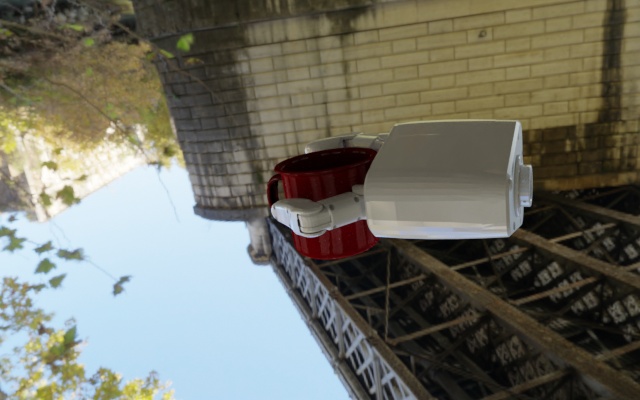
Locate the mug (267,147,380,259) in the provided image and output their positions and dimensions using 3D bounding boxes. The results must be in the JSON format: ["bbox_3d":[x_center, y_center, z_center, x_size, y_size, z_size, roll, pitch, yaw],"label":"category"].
[{"bbox_3d":[-0.001,0.002,0.440,0.117,0.081,0.093,0,19,29],"label":"mug"}]
